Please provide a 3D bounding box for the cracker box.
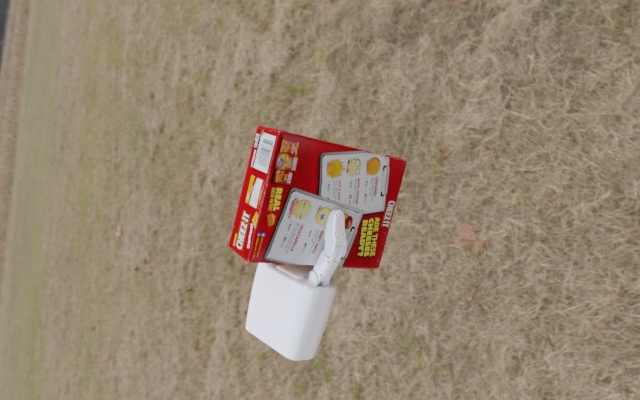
[{"bbox_3d":[0.000,0.002,0.641,0.214,0.164,0.072,8,10,-36],"label":"cracker box"}]
